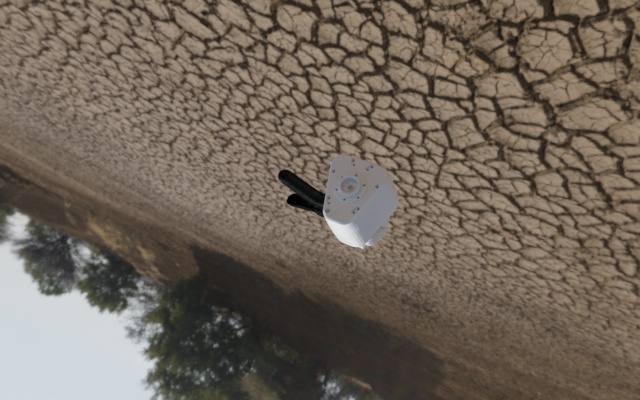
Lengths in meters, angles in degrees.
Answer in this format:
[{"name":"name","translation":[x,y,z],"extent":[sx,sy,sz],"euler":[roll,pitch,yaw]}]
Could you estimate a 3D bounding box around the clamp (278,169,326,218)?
[{"name":"clamp","translation":[0.000,0.003,0.828],"extent":[0.171,0.039,0.120],"euler":[21,-15,22]}]
